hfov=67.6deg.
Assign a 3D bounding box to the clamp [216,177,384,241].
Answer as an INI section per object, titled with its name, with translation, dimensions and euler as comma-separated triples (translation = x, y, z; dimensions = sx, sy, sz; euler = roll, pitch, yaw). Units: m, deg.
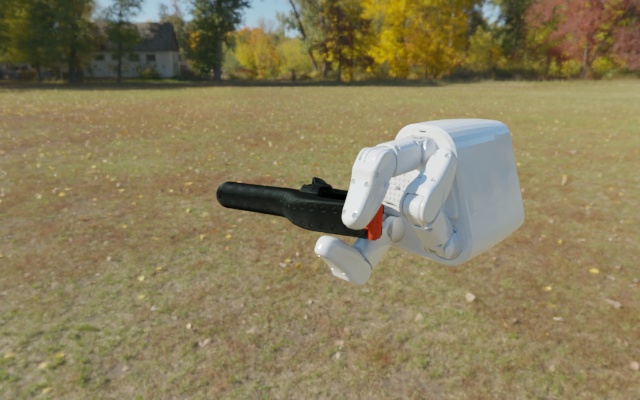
[clamp]
translation = 0.000, 0.001, 0.427
dimensions = 0.120, 0.039, 0.171
euler = -15, 22, -42
